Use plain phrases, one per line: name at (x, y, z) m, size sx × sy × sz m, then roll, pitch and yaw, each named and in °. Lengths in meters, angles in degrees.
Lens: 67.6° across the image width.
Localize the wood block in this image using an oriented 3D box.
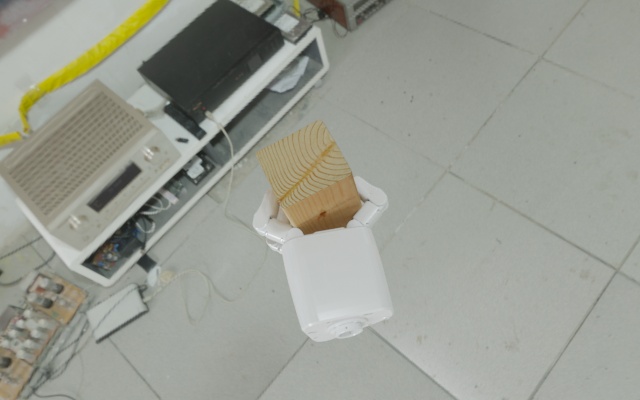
wood block at (0.001, 0.002, 0.635) m, size 0.091 × 0.090 × 0.206 m, roll -27°, pitch -29°, yaw -2°
